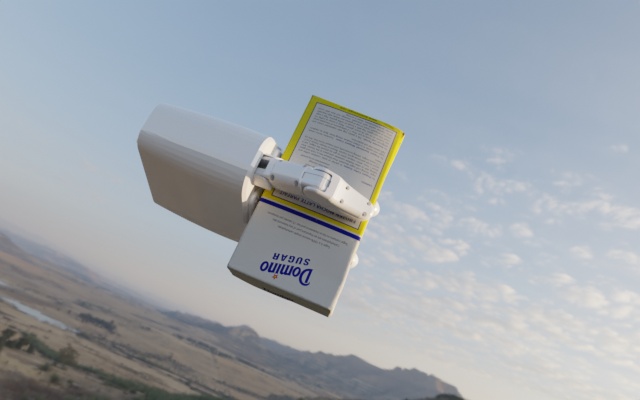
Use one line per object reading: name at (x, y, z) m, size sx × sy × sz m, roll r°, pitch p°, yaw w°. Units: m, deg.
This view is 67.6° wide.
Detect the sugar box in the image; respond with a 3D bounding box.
sugar box at (0.000, 0.001, 0.418) m, size 0.093 × 0.176 × 0.048 m, roll 22°, pitch -19°, yaw 7°
